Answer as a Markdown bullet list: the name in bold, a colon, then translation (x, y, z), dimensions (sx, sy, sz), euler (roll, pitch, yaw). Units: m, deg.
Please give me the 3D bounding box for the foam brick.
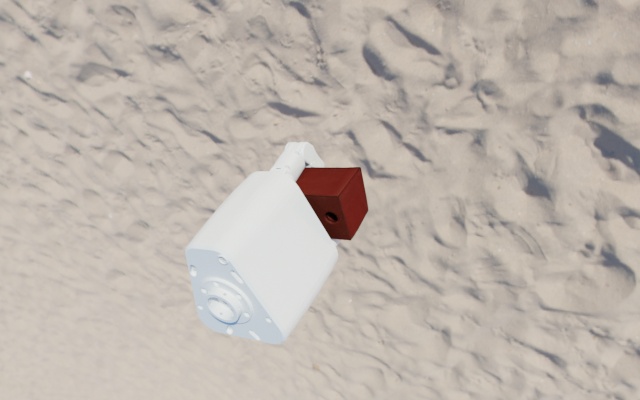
- **foam brick**: translation (0.000, 0.001, 0.466), dimensions (0.078, 0.053, 0.051), euler (2, 35, 28)
